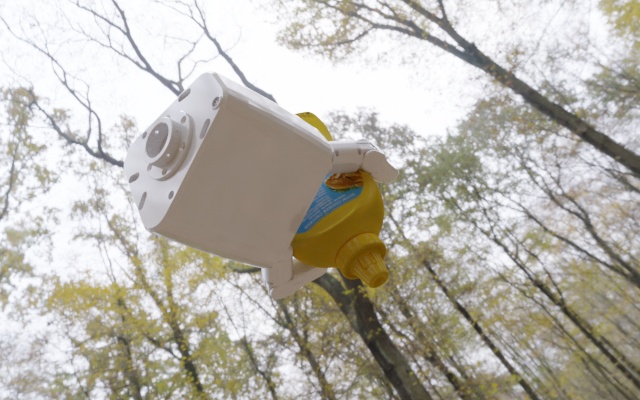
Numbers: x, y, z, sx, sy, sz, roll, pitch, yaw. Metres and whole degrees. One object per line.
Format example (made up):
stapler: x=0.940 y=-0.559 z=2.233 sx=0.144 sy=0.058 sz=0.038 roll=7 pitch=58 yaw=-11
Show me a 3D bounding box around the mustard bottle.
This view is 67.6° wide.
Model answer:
mustard bottle: x=0.000 y=0.001 z=0.422 sx=0.096 sy=0.191 sz=0.058 roll=-34 pitch=-40 yaw=-4
